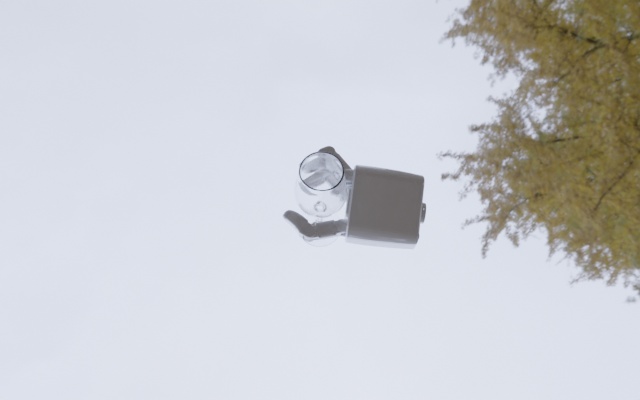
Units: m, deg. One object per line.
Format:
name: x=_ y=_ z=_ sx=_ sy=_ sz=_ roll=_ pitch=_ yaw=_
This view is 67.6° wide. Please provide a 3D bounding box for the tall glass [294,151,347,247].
tall glass: x=0.000 y=0.003 z=0.734 sx=0.079 sy=0.079 sz=0.201 roll=0 pitch=-25 yaw=0
